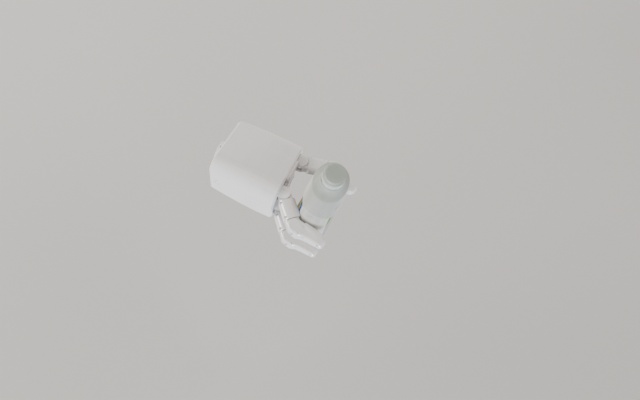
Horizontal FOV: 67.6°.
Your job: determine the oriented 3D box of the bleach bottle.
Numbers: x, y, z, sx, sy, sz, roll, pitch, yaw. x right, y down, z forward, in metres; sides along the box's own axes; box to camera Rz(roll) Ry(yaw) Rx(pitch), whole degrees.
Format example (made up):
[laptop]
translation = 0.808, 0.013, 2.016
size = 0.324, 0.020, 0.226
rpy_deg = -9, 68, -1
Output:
[bleach bottle]
translation = 0.000, 0.002, 0.720
size = 0.068, 0.102, 0.251
rpy_deg = 26, -23, -1
